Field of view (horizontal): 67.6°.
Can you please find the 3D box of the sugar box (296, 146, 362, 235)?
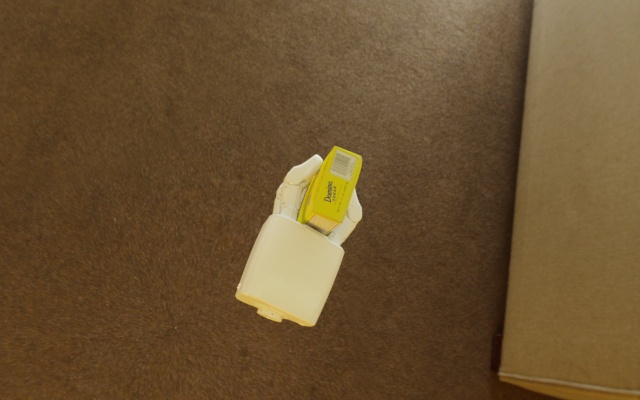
[{"bbox_3d":[0.000,0.002,0.653,0.048,0.093,0.176,23,-20,-10],"label":"sugar box"}]
